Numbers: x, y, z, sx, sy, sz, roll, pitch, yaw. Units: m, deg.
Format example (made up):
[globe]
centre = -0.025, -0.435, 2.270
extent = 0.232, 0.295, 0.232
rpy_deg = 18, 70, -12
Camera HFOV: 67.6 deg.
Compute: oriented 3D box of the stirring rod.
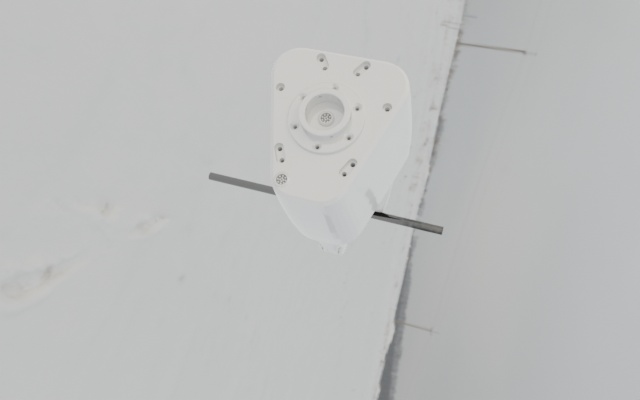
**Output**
[stirring rod]
centre = 0.000, 0.002, 0.473
extent = 0.239, 0.011, 0.011
rpy_deg = 13, 3, 12
